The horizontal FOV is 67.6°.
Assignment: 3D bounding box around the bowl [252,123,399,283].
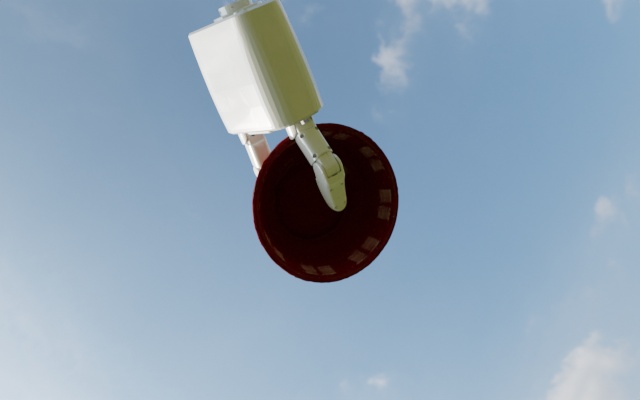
[{"bbox_3d":[0.000,0.003,0.504,0.162,0.162,0.055,0,4,-23],"label":"bowl"}]
